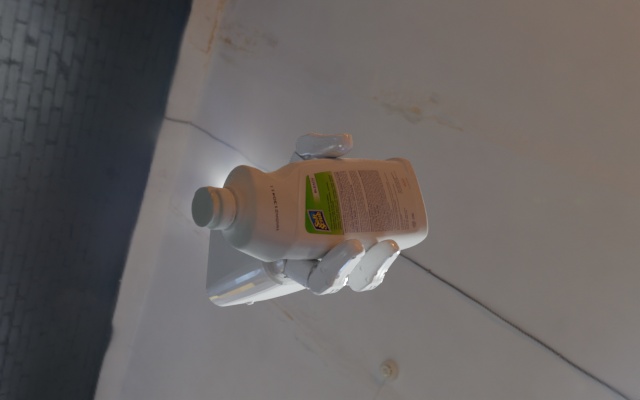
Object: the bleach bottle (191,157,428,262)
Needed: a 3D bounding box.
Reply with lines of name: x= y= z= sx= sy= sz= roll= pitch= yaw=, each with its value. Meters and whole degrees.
bleach bottle: x=0.000 y=0.001 z=0.430 sx=0.068 sy=0.102 sz=0.251 roll=-27 pitch=-20 yaw=39
